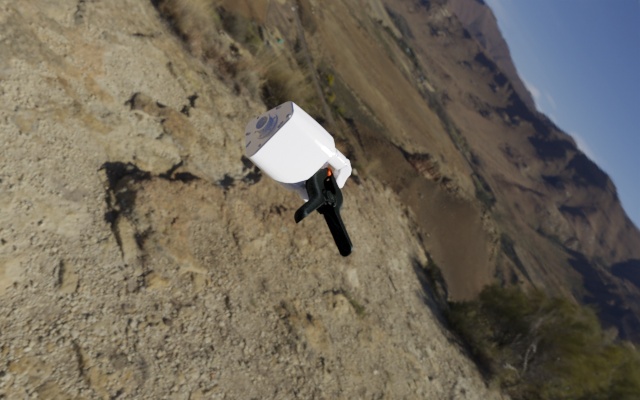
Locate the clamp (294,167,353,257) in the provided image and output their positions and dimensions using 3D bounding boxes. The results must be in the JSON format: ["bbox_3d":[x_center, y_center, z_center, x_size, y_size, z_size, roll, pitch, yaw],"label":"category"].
[{"bbox_3d":[0.001,0.002,0.787,0.039,0.171,0.120,-32,-47,22],"label":"clamp"}]
